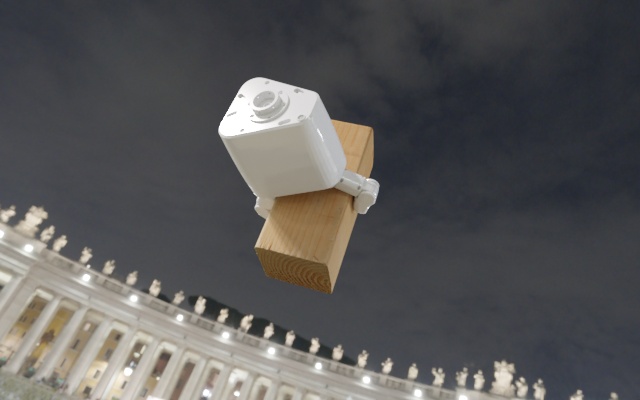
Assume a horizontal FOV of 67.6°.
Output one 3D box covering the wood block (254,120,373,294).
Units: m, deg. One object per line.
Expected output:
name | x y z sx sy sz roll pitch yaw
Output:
wood block | 0.000 0.002 0.621 0.091 0.206 0.090 13 -30 13
